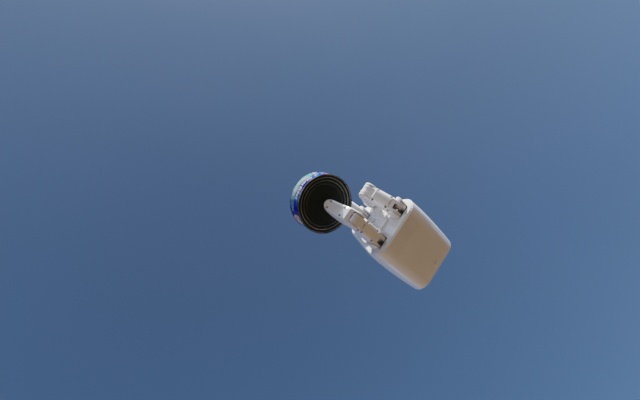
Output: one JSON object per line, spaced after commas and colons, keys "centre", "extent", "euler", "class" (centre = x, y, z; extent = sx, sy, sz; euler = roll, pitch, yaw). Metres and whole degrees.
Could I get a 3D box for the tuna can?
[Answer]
{"centre": [0.000, 0.002, 0.685], "extent": [0.086, 0.086, 0.033], "euler": [0, 11, -28], "class": "tuna can"}
